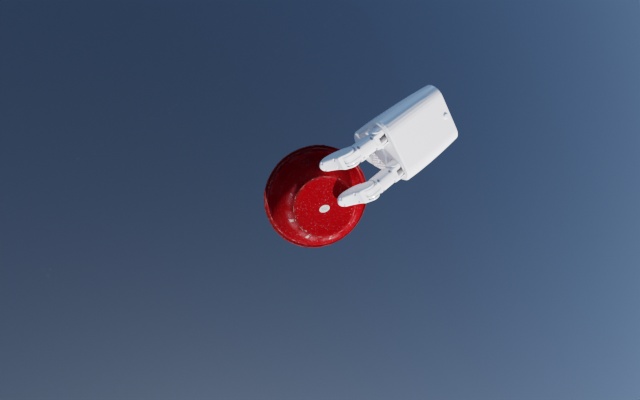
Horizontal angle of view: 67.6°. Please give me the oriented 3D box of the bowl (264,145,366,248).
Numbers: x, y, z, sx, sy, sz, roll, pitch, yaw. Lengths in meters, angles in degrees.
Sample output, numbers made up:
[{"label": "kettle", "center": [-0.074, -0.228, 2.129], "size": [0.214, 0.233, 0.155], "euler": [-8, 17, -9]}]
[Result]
[{"label": "bowl", "center": [-0.001, 0.003, 0.703], "size": [0.162, 0.162, 0.055], "euler": [0, 16, -14]}]
